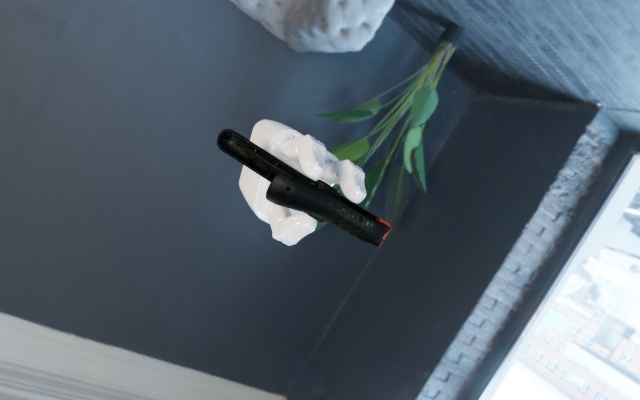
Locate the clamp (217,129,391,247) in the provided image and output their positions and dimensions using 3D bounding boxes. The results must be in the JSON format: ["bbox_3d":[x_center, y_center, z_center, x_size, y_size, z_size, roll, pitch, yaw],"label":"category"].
[{"bbox_3d":[0.000,0.002,0.483,0.210,0.036,0.164,30,7,-28],"label":"clamp"}]
